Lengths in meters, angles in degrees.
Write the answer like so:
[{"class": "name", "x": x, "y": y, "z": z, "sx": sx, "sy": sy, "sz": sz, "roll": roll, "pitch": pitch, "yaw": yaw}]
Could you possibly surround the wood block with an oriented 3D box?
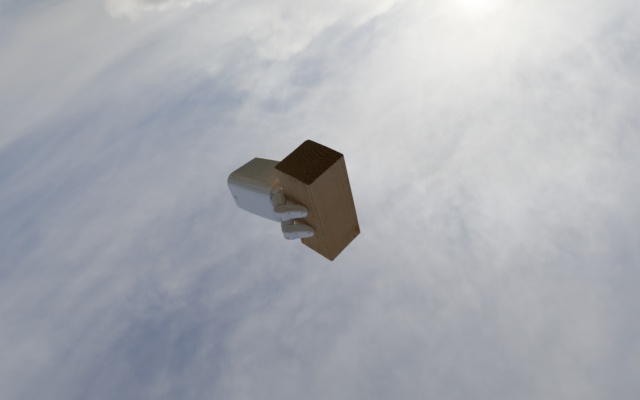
[{"class": "wood block", "x": 0.000, "y": 0.003, "z": 0.884, "sx": 0.090, "sy": 0.206, "sz": 0.090, "roll": 28, "pitch": 59, "yaw": 35}]
